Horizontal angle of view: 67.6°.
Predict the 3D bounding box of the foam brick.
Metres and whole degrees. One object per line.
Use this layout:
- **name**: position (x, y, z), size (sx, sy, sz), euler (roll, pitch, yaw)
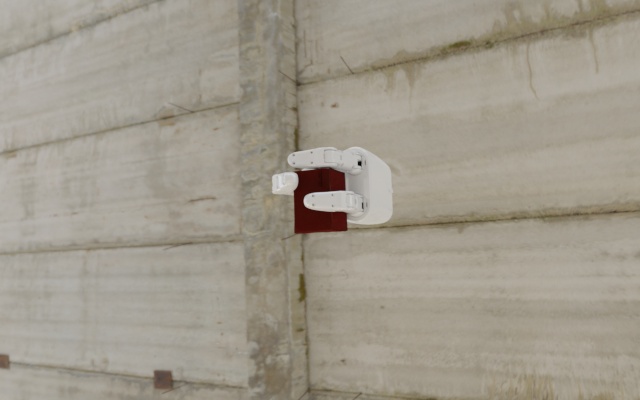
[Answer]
- **foam brick**: position (0.000, 0.002, 0.595), size (0.053, 0.078, 0.051), euler (-4, -7, 24)
